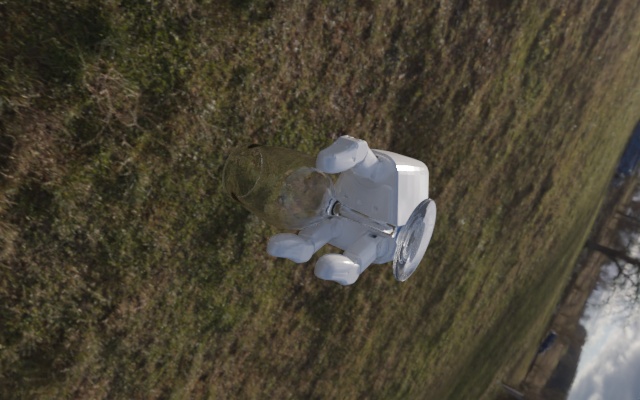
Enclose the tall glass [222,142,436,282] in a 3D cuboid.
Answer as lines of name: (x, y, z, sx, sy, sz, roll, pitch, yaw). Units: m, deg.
tall glass: (0.001, 0.002, 0.448, 0.201, 0.079, 0.079, 22, 11, 29)
